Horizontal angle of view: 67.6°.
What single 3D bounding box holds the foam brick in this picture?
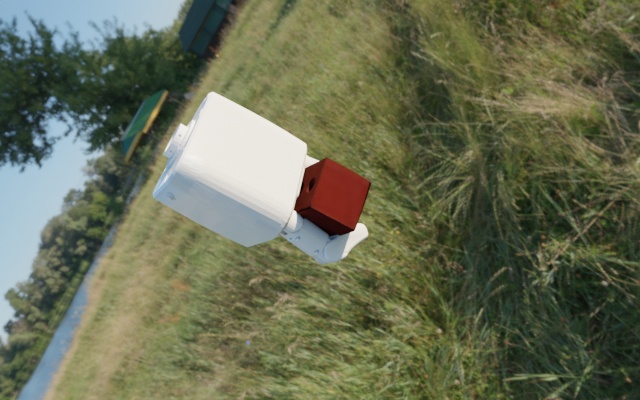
[{"bbox_3d":[0.000,0.001,0.456,0.051,0.053,0.078,30,-25,-22],"label":"foam brick"}]
